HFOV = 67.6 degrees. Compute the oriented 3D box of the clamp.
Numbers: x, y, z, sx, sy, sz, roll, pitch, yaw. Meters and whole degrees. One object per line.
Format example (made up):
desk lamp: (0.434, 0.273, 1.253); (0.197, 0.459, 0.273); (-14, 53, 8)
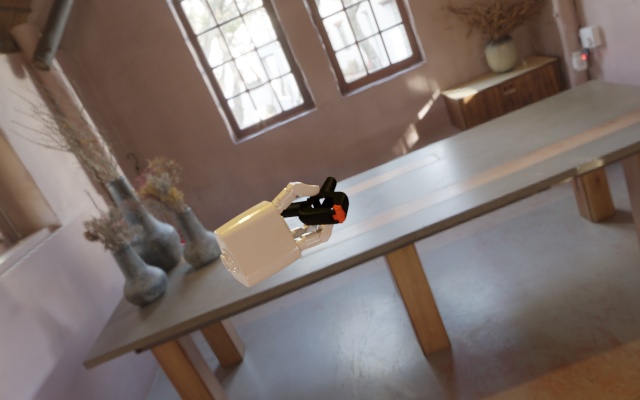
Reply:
clamp: (0.000, 0.002, 0.871); (0.164, 0.036, 0.210); (-30, 19, -23)
